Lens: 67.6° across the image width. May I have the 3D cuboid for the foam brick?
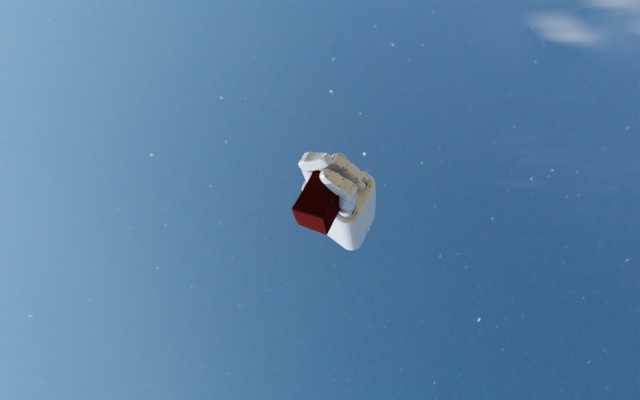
[{"bbox_3d":[0.000,0.003,0.719,0.053,0.078,0.051,19,-28,19],"label":"foam brick"}]
